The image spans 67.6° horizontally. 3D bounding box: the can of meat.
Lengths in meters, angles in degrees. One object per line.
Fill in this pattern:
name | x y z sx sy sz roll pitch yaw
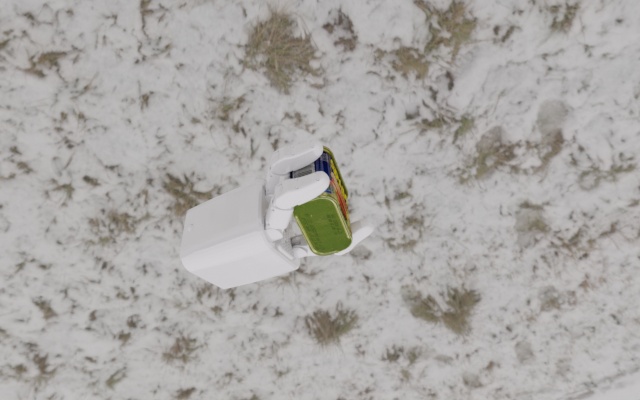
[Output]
can of meat | 0.000 0.002 0.555 0.057 0.083 0.102 -16 -47 10
